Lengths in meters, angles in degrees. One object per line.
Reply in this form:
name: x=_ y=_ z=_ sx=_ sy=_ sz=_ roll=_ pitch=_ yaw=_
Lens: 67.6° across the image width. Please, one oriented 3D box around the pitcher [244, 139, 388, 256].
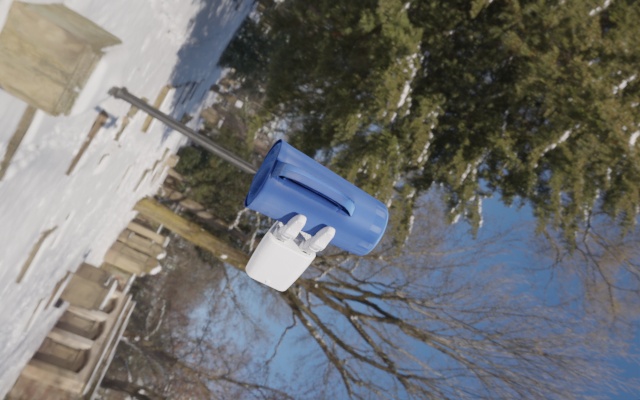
pitcher: x=0.000 y=0.003 z=0.847 sx=0.243 sy=0.145 sz=0.149 roll=28 pitch=30 yaw=-16
